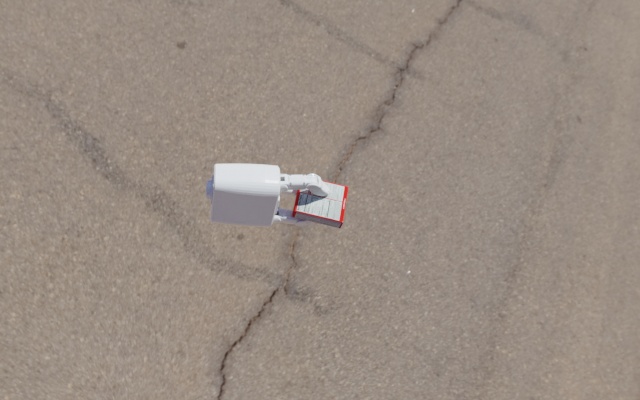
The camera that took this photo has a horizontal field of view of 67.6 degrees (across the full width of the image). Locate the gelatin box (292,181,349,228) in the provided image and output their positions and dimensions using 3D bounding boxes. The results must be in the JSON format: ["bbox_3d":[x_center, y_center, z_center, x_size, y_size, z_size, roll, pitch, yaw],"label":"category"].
[{"bbox_3d":[0.001,0.003,0.839,0.089,0.073,0.030,13,-28,-5],"label":"gelatin box"}]
